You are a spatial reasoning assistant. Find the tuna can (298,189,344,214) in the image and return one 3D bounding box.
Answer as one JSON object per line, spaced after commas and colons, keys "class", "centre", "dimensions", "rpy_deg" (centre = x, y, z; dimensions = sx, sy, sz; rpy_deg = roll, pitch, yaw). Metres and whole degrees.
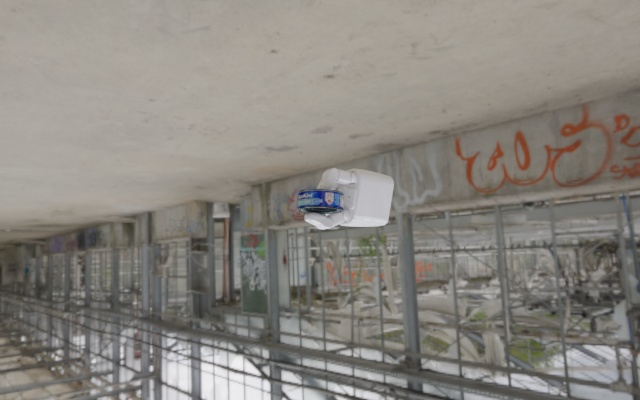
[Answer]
{"class": "tuna can", "centre": [0.000, 0.003, 0.881], "dimensions": [0.086, 0.033, 0.086], "rpy_deg": [2, -10, 0]}
